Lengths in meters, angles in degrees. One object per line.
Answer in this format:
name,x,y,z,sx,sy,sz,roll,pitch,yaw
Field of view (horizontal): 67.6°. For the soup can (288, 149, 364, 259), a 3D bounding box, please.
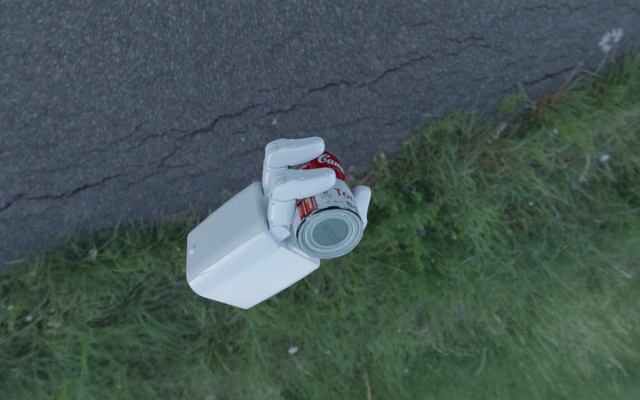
soup can,0.001,0.002,0.492,0.068,0.069,0.102,0,38,-14
